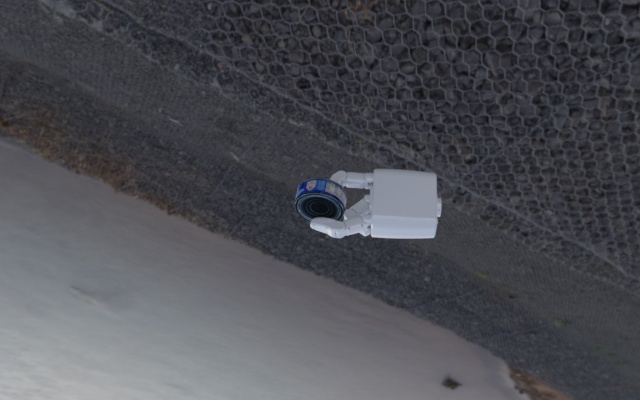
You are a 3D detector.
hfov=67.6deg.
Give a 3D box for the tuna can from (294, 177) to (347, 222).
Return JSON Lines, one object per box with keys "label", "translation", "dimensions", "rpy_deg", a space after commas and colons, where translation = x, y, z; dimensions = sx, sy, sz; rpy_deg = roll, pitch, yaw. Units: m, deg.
{"label": "tuna can", "translation": [0.000, 0.003, 0.794], "dimensions": [0.086, 0.033, 0.086], "rpy_deg": [7, -39, 6]}
